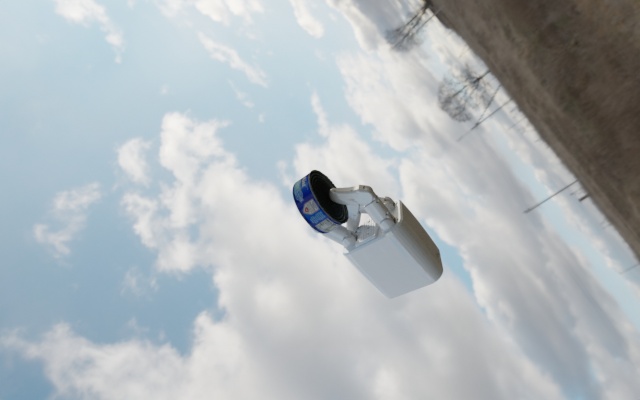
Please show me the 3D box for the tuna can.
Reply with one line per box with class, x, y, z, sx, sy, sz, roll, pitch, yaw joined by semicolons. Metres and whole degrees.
tuna can;0.000;0.002;0.661;0.034;0.086;0.086;-33;-14;23
